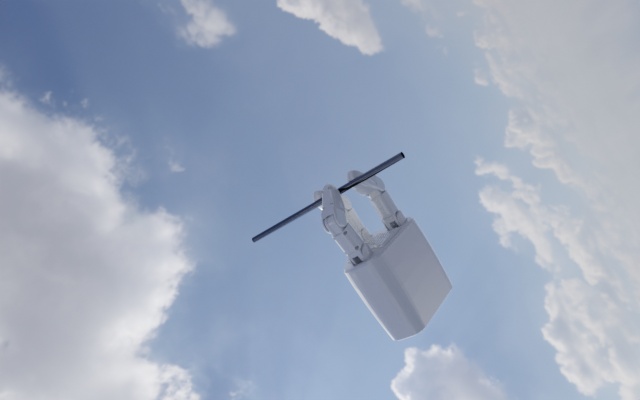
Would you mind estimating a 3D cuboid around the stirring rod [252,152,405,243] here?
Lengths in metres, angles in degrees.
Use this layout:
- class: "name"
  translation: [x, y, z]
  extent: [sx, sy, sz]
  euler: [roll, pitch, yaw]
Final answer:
- class: "stirring rod"
  translation: [0.000, 0.002, 0.581]
  extent: [0.239, 0.011, 0.011]
  euler: [-30, -17, 31]
